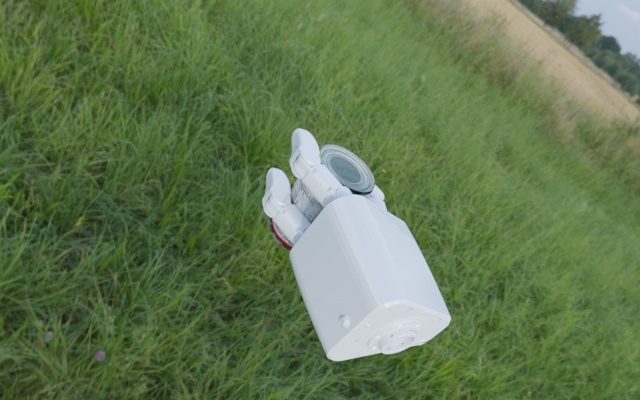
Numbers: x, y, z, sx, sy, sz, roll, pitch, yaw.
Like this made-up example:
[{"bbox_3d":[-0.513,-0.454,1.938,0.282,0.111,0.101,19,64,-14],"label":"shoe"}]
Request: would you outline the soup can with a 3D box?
[{"bbox_3d":[0.000,0.001,0.489,0.068,0.068,0.102,0,-41,-43],"label":"soup can"}]
